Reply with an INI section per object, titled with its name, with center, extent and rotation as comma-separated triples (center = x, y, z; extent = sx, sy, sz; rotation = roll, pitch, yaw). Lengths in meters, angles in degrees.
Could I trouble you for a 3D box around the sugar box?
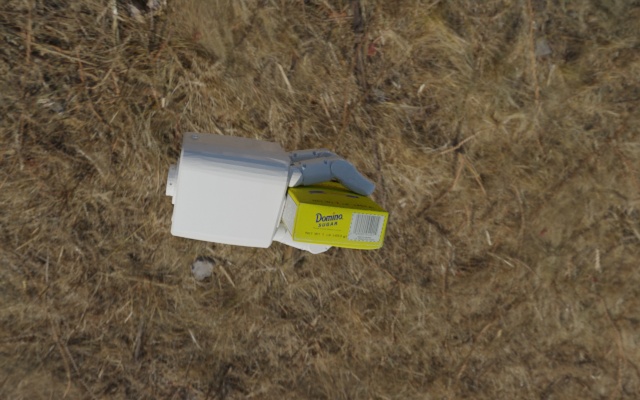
[sugar box]
center = 0.000, 0.001, 0.534
extent = 0.093, 0.048, 0.176
rotation = 7, 16, -17
